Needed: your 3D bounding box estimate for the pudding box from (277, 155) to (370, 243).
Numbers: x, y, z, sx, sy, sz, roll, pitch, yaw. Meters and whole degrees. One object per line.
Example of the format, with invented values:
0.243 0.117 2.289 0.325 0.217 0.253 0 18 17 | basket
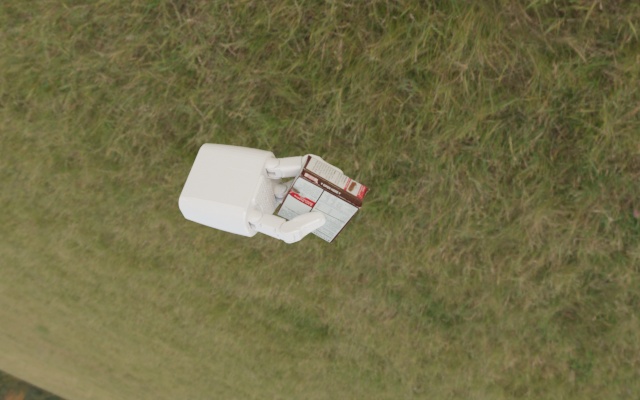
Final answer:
0.000 0.002 0.633 0.090 0.039 0.113 28 -33 -5 | pudding box
